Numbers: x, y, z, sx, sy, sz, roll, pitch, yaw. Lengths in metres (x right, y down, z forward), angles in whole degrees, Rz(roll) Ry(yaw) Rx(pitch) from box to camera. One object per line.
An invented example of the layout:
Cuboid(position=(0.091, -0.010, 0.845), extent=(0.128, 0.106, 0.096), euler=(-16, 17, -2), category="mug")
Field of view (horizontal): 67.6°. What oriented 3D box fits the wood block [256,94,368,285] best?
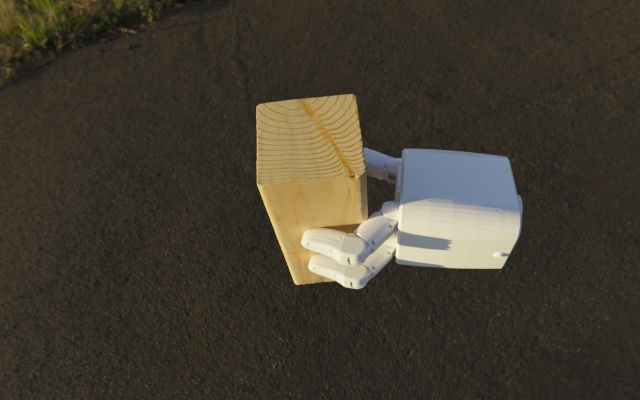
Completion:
Cuboid(position=(0.000, 0.001, 0.483), extent=(0.090, 0.090, 0.206), euler=(-6, -33, 3), category="wood block")
